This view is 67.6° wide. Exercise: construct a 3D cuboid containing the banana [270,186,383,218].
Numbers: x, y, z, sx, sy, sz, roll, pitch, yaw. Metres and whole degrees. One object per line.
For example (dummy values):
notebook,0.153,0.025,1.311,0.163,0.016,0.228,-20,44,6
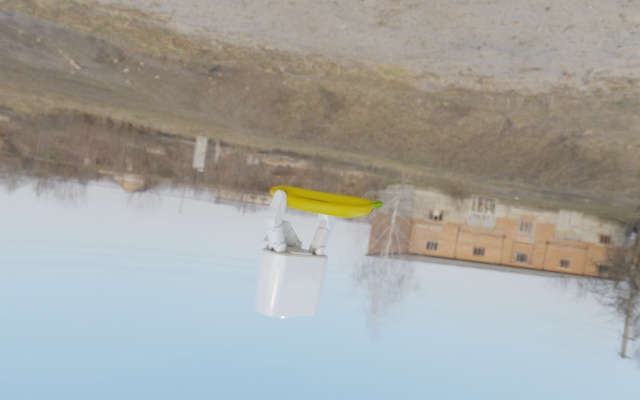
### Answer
banana,-0.002,0.003,0.787,0.198,0.037,0.069,9,1,15
